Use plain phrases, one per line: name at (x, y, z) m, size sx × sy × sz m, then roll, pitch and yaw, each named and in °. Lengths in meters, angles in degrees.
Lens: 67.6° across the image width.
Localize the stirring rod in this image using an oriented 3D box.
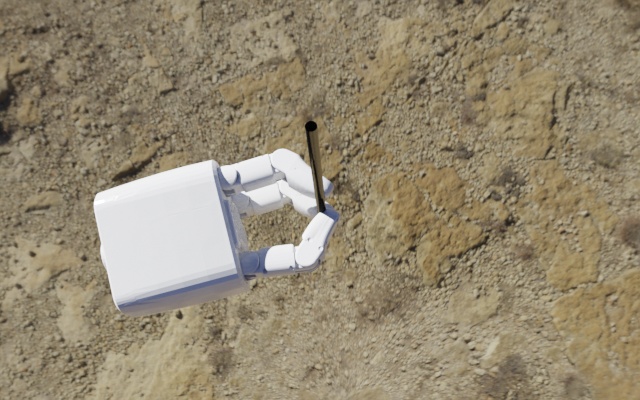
stirring rod at (0.000, 0.001, 0.408) m, size 0.011 × 0.011 × 0.240 m, roll 0°, pitch -23°, yaw 3°
